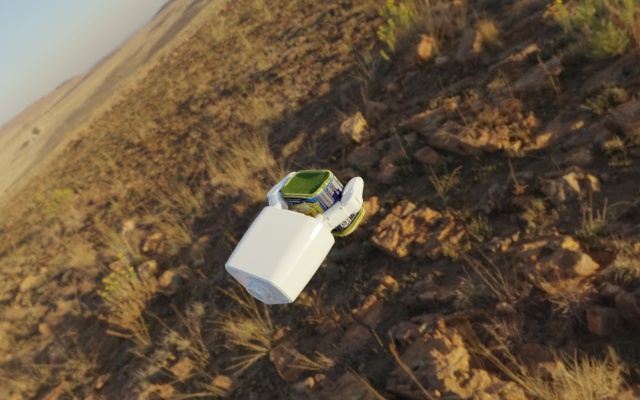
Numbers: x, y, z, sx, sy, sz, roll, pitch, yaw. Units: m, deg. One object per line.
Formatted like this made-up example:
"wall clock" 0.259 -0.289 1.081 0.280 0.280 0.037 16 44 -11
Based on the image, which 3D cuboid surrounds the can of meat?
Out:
"can of meat" 0.000 0.002 0.701 0.102 0.057 0.084 3 -40 52
